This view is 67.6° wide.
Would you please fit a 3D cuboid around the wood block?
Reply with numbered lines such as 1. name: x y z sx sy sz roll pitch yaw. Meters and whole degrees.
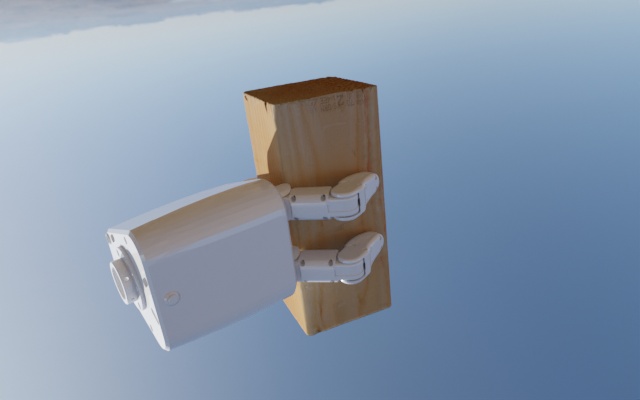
1. wood block: 0.000 0.002 0.433 0.090 0.206 0.090 -15 24 -19
